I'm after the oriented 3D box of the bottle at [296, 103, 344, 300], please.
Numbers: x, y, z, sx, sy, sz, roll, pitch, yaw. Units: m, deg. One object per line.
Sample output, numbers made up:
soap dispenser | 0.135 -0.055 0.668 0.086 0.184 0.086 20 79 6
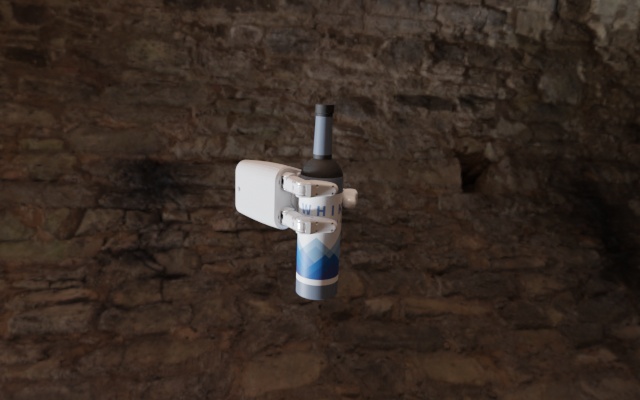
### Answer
bottle | 0.000 0.003 0.729 0.069 0.296 0.069 2 14 -1
